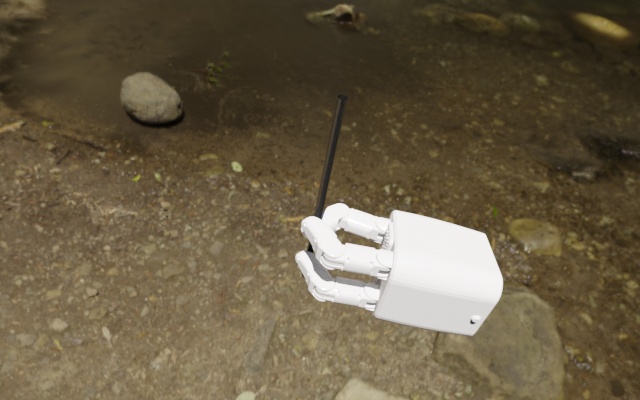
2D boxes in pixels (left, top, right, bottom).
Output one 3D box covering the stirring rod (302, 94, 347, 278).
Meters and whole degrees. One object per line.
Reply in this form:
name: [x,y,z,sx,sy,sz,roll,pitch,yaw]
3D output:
stirring rod: [0.000,0.002,0.468,0.011,0.240,0.011,6,44,-6]
